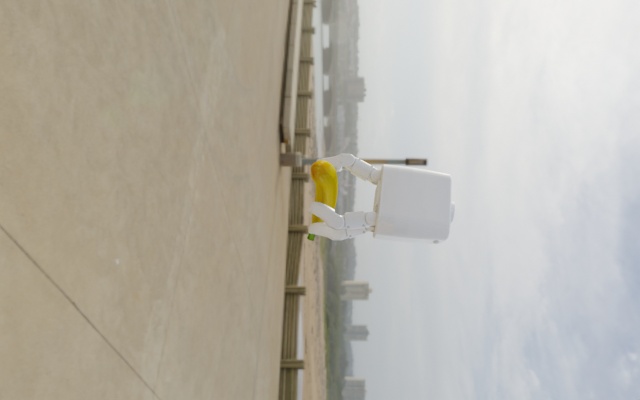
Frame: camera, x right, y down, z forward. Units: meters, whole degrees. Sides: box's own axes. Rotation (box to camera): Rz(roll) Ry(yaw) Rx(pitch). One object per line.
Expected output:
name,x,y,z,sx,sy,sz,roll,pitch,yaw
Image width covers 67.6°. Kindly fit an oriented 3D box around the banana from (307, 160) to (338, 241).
banana,0.005,-0.010,0.744,0.037,0.069,0.198,14,-34,8
